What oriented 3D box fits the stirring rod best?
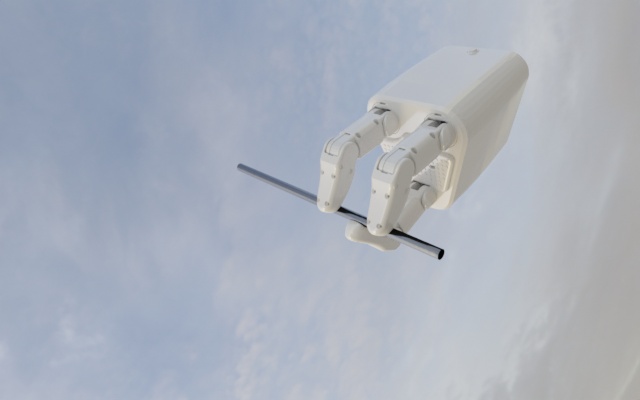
[{"bbox_3d":[0.000,0.001,0.404,0.011,0.011,0.239,0,17,-45],"label":"stirring rod"}]
